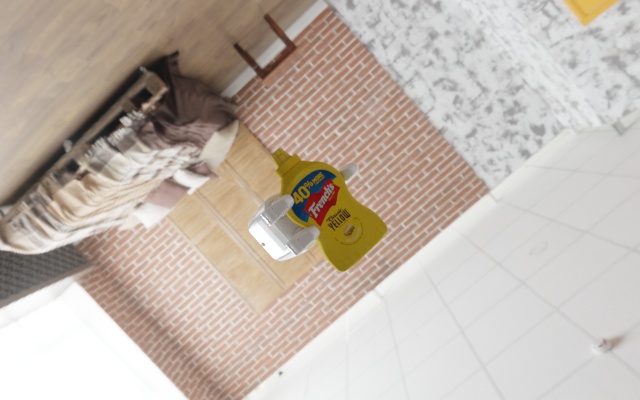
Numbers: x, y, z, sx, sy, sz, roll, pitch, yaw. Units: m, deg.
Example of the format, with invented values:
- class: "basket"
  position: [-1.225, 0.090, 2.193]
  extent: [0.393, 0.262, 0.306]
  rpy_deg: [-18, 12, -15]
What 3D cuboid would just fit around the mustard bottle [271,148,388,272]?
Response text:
- class: "mustard bottle"
  position: [0.000, 0.002, 0.680]
  extent: [0.096, 0.191, 0.058]
  rpy_deg: [-42, 3, -6]
